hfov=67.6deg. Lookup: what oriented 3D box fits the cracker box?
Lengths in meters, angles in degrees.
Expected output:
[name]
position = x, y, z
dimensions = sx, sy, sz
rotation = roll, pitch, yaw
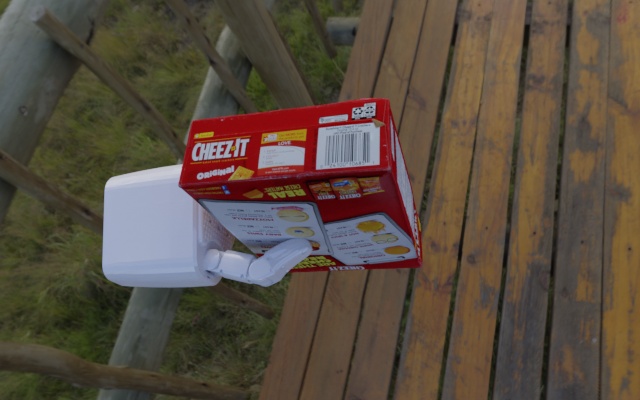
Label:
[cracker box]
position = 0.000, 0.002, 0.440
dimensions = 0.164, 0.072, 0.214
rotation = -4, -26, 16
